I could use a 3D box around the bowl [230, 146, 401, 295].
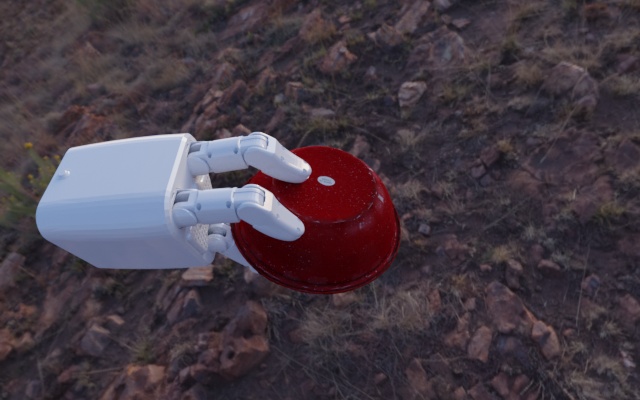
[{"bbox_3d":[0.001,0.001,0.432,0.162,0.162,0.055,0,-41,-10],"label":"bowl"}]
